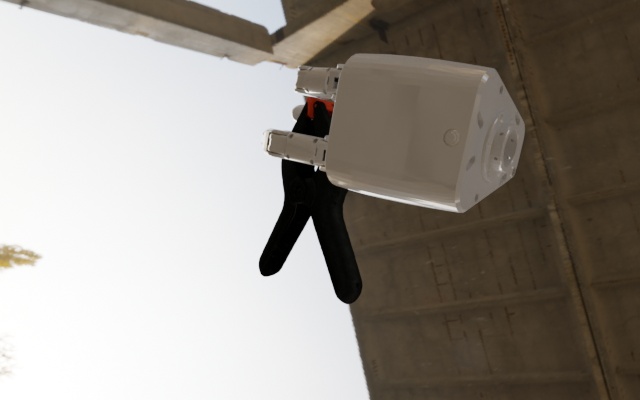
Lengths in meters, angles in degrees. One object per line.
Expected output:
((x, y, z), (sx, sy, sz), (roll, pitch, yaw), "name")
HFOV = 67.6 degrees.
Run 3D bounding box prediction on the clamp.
((0.000, 0.001, 0.407), (0.120, 0.171, 0.039), (18, 13, 39), "clamp")
